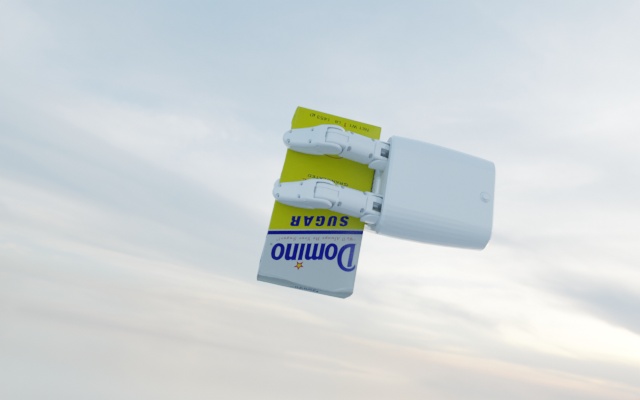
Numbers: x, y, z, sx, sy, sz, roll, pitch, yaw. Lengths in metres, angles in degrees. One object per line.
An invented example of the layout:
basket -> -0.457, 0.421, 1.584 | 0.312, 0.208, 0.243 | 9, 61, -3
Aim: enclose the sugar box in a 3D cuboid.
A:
sugar box -> 0.000, 0.001, 0.477 | 0.093, 0.176, 0.048 | 12, -19, -6
